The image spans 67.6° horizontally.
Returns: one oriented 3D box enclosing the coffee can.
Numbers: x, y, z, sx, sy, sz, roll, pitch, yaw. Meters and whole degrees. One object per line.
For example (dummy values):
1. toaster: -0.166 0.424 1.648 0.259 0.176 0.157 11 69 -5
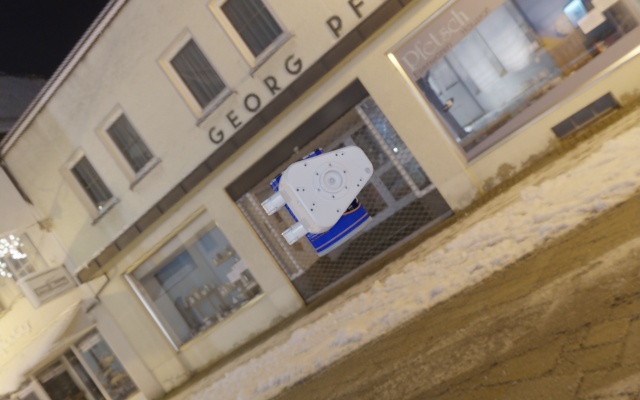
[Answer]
1. coffee can: 0.000 0.003 0.756 0.103 0.140 0.103 -35 -1 -1
